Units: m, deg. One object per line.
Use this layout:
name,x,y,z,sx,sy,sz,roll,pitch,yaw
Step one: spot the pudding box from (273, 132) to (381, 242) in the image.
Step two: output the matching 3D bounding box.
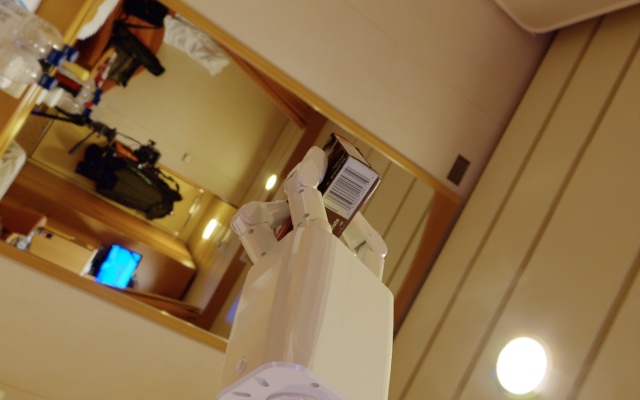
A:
pudding box,0.000,0.002,0.434,0.039,0.113,0.090,32,13,-19
